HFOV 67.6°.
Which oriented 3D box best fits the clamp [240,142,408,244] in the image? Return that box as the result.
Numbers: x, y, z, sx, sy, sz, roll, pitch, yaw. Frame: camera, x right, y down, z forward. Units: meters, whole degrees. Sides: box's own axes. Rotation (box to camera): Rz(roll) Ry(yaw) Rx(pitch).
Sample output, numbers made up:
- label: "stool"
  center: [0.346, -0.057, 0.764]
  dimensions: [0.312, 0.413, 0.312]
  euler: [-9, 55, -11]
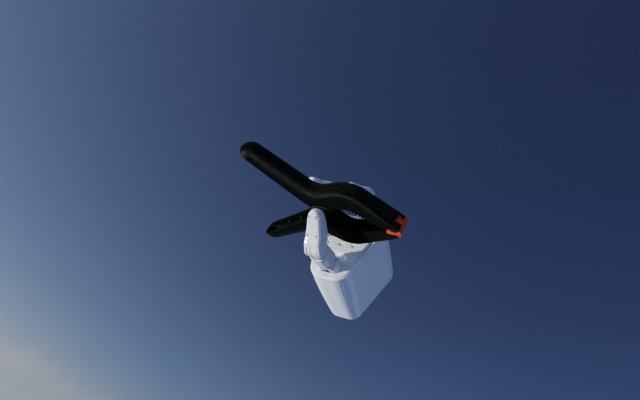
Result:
- label: "clamp"
  center: [0.000, 0.003, 0.582]
  dimensions: [0.210, 0.036, 0.165]
  euler: [9, -40, 27]
